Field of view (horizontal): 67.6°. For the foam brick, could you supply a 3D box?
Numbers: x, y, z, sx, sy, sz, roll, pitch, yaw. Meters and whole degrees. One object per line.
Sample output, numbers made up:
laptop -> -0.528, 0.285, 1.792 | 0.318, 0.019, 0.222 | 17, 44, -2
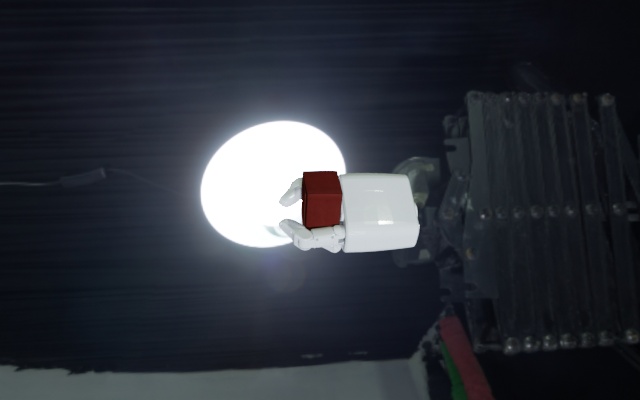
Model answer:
foam brick -> 0.000, 0.002, 0.675 | 0.051, 0.078, 0.053 | -2, 42, -7
